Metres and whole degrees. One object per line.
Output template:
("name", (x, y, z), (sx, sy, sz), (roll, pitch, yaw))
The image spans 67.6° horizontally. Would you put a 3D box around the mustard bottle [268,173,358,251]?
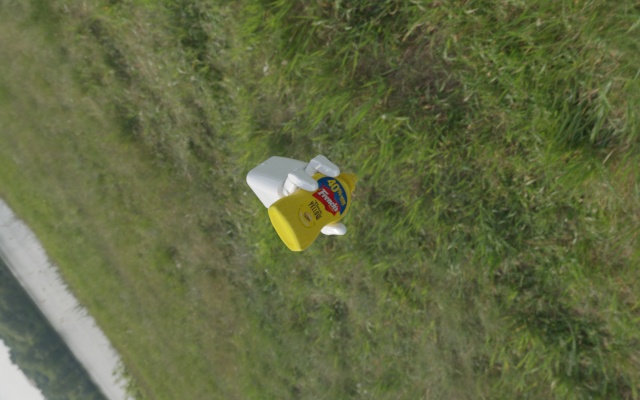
("mustard bottle", (0.000, 0.003, 0.875), (0.191, 0.096, 0.058), (-37, 14, -32))
